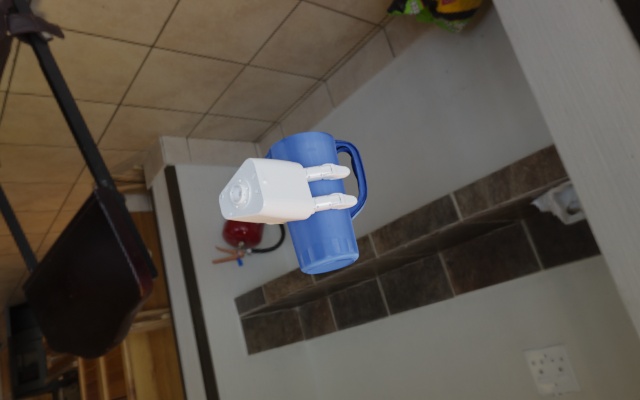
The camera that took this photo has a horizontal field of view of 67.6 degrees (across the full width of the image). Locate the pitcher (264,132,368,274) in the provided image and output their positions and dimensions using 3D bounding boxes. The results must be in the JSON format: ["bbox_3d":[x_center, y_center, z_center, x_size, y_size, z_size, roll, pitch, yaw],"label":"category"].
[{"bbox_3d":[0.000,0.003,0.880,0.149,0.242,0.145,-28,-21,37],"label":"pitcher"}]
